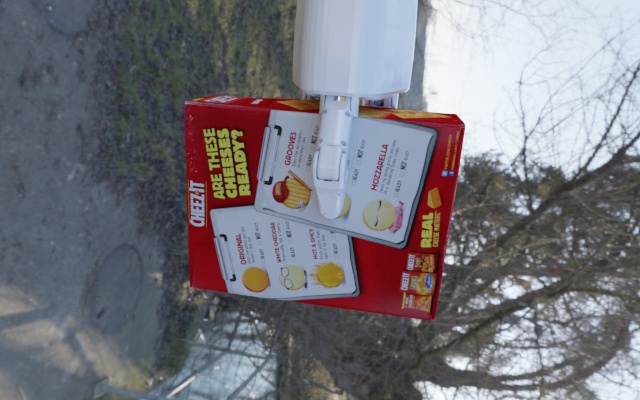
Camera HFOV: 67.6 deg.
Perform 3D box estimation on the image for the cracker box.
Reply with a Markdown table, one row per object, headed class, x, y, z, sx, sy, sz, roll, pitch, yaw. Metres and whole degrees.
| class | x | y | z | sx | sy | sz | roll | pitch | yaw |
| --- | --- | --- | --- | --- | --- | --- | --- | --- | --- |
| cracker box | 0.000 | 0.001 | 0.407 | 0.213 | 0.164 | 0.072 | 6 | 18 | 8 |
